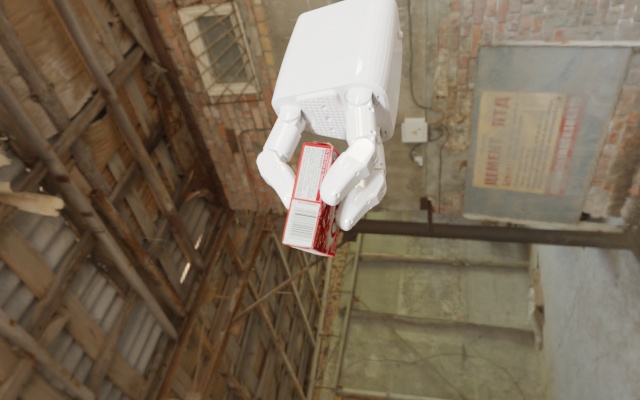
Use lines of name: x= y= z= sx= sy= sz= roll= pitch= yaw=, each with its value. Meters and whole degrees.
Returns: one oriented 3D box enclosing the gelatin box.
gelatin box: x=0.000 y=0.002 z=0.418 sx=0.030 sy=0.089 sz=0.073 roll=9 pitch=-9 yaw=17
